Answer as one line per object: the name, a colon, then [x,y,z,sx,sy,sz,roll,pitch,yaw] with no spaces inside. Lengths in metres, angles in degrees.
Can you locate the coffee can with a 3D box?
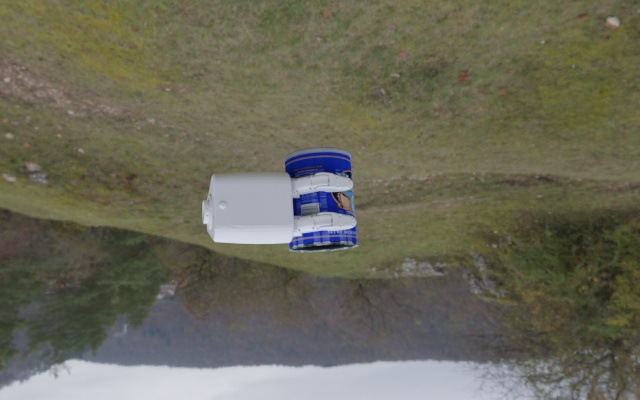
coffee can: [0.000,0.002,0.717,0.103,0.140,0.103,-4,-11,-1]
